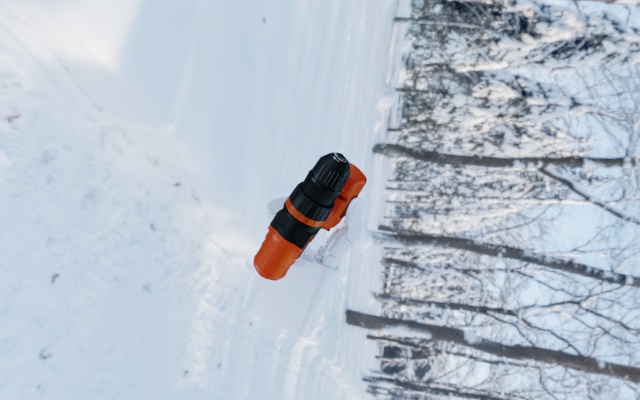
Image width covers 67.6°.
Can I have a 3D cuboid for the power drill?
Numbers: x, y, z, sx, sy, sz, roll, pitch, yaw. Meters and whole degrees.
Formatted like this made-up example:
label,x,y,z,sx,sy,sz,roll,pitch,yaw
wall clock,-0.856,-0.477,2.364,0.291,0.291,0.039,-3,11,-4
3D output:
label,x,y,z,sx,sy,sz,roll,pitch,yaw
power drill,0.000,0.002,0.620,0.057,0.184,0.187,39,25,8
